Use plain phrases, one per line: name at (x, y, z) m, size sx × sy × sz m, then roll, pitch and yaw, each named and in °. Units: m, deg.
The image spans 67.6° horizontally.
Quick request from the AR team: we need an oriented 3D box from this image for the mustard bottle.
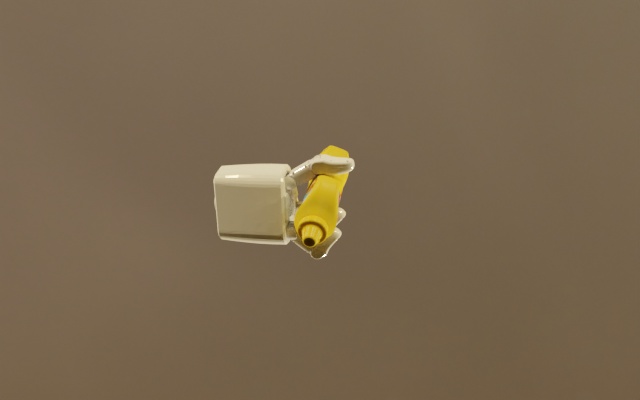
mustard bottle at (0.000, 0.002, 0.693) m, size 0.058 × 0.096 × 0.191 m, roll 22°, pitch 34°, yaw -3°
